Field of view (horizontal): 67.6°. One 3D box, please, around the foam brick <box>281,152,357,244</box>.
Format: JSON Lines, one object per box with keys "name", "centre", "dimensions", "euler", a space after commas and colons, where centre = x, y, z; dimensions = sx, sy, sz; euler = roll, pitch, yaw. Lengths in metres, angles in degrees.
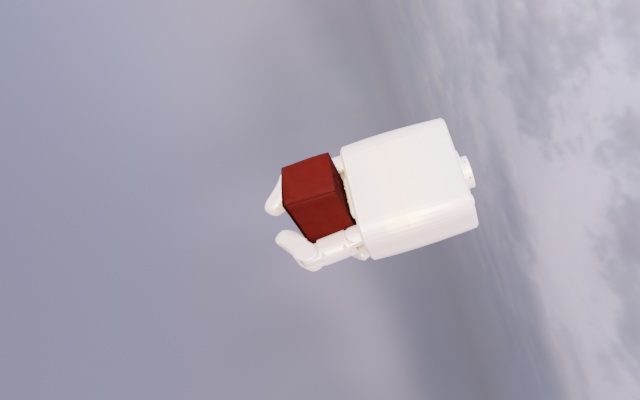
{"name": "foam brick", "centre": [0.000, 0.001, 0.469], "dimensions": [0.051, 0.053, 0.078], "euler": [-18, -42, 12]}
